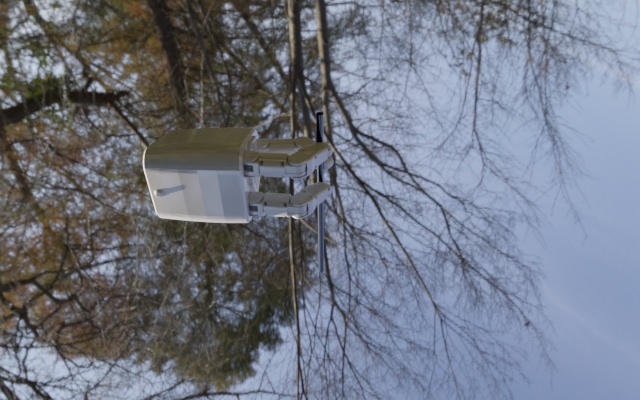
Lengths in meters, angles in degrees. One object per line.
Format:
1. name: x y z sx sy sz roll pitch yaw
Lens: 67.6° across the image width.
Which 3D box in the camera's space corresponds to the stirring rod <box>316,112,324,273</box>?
1. stirring rod: 0.000 0.002 0.584 0.011 0.240 0.011 0 38 0
